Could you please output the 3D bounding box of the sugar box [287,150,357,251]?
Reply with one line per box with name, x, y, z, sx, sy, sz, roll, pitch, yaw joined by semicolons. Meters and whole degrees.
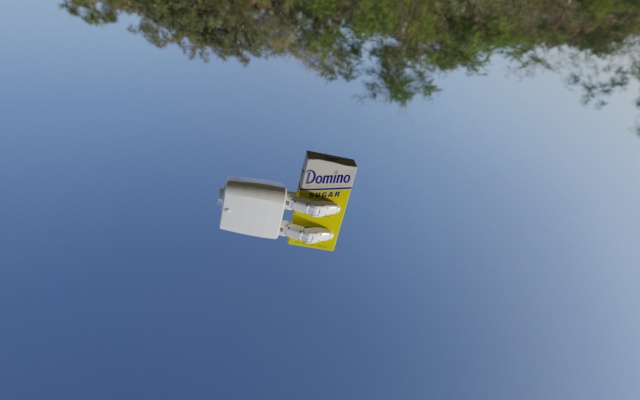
sugar box;0.000;0.003;0.881;0.093;0.176;0.048;9;26;-11
